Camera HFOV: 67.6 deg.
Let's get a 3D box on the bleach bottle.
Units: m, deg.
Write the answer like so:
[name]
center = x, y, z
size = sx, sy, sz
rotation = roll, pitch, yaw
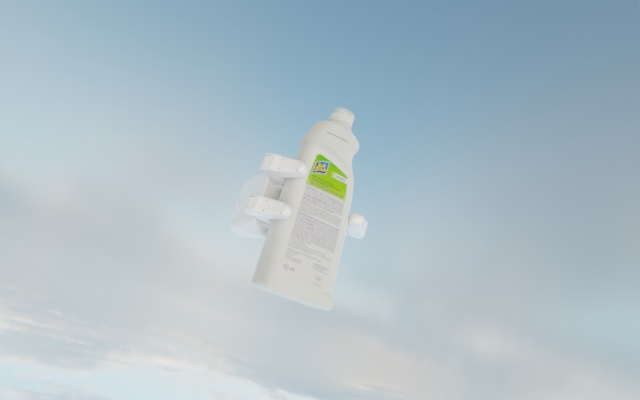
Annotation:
[bleach bottle]
center = 0.000, 0.002, 0.604
size = 0.102, 0.250, 0.068
rotation = 26, -18, -26
